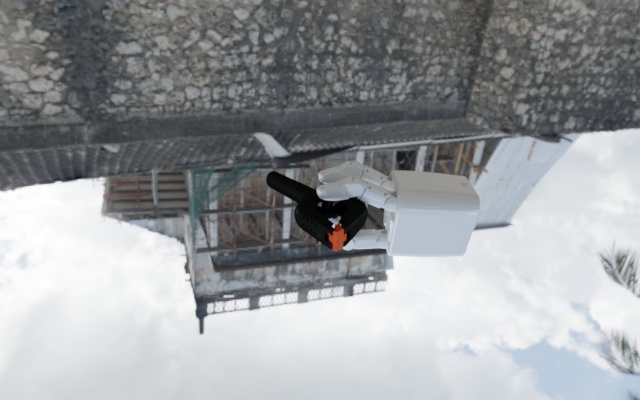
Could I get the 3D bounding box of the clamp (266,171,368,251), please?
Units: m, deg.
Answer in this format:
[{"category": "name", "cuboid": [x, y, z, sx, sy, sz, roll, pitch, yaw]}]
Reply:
[{"category": "clamp", "cuboid": [0.000, 0.003, 0.646, 0.164, 0.036, 0.210, 0, 25, 1]}]
